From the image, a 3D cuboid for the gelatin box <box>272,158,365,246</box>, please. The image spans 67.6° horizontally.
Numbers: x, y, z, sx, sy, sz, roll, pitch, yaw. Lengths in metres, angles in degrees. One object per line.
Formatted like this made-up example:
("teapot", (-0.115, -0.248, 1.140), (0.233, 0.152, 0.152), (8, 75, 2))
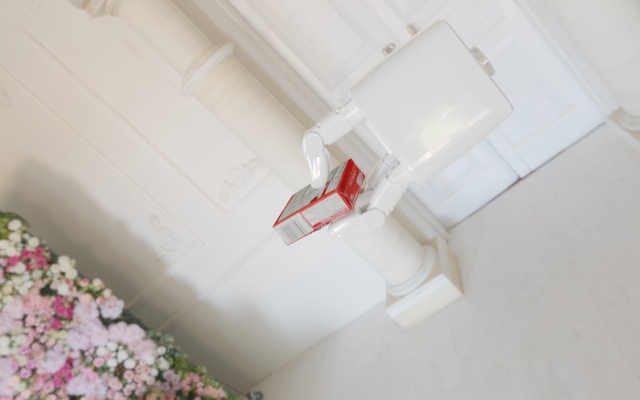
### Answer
("gelatin box", (0.000, 0.001, 0.500), (0.089, 0.030, 0.073), (-30, 17, 27))
